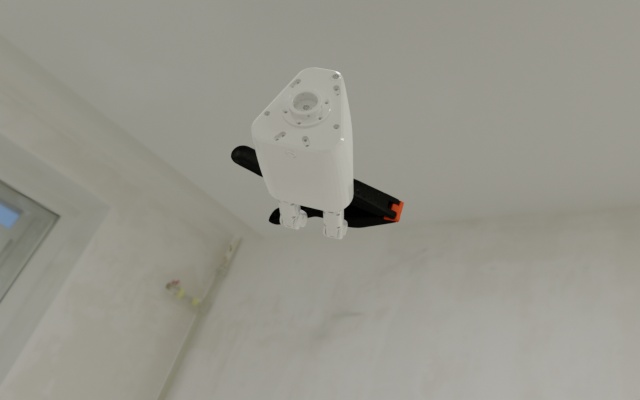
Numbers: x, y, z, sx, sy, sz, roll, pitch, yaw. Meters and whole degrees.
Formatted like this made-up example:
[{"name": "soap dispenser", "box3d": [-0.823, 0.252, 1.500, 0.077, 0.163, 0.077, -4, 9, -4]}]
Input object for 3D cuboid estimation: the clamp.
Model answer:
[{"name": "clamp", "box3d": [0.001, 0.001, 0.614, 0.210, 0.036, 0.165, 13, -28, 14]}]
